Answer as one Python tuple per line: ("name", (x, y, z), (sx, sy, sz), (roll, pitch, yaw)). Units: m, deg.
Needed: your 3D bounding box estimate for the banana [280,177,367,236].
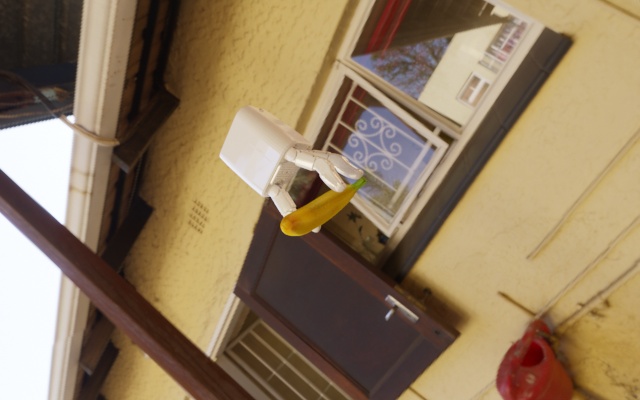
("banana", (-0.005, 0.013, 0.713), (0.037, 0.070, 0.197), (42, 41, 13))
